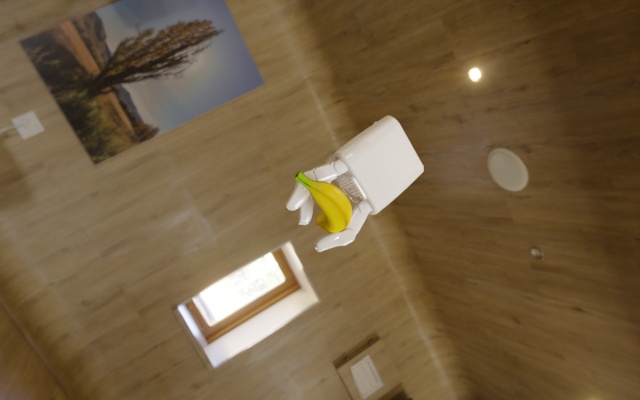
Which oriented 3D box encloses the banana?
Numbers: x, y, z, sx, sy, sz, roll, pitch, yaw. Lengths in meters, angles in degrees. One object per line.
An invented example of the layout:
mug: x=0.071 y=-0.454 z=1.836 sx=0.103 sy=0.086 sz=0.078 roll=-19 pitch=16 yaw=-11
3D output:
banana: x=0.013 y=0.012 z=0.668 sx=0.069 sy=0.037 sz=0.198 roll=39 pitch=-12 yaw=19
